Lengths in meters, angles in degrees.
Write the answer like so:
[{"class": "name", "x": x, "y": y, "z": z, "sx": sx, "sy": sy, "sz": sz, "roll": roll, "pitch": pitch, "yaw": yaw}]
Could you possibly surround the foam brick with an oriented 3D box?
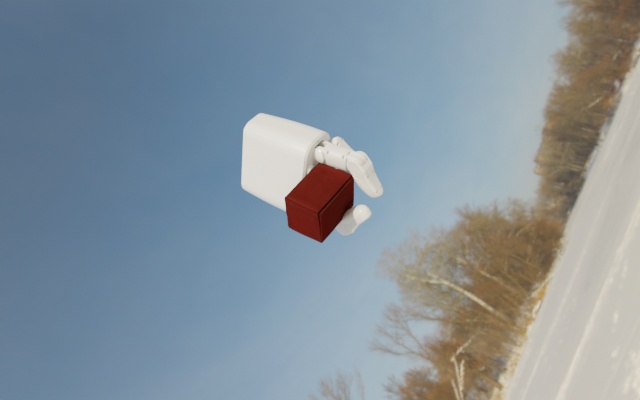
[{"class": "foam brick", "x": 0.000, "y": 0.002, "z": 0.579, "sx": 0.051, "sy": 0.053, "sz": 0.078, "roll": 23, "pitch": 50, "yaw": 24}]
